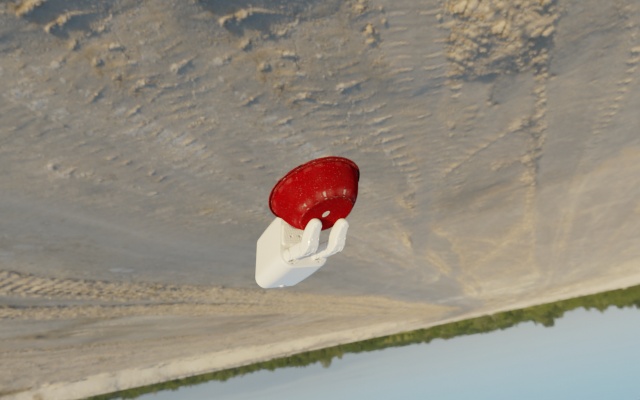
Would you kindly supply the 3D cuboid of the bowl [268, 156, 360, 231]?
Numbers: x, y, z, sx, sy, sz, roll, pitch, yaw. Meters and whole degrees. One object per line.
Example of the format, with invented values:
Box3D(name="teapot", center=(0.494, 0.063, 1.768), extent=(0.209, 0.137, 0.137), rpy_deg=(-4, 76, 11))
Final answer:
Box3D(name="bowl", center=(0.001, 0.002, 0.773), extent=(0.162, 0.055, 0.162), rpy_deg=(-18, -33, -12))
